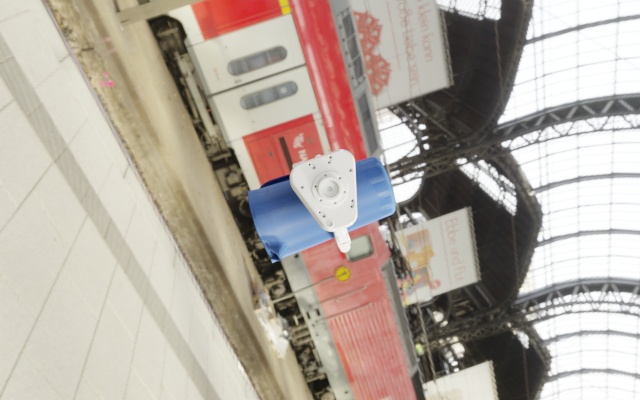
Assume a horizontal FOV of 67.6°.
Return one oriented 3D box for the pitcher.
[{"bbox_3d":[0.000,0.003,0.850,0.243,0.149,0.145,-19,-4,-1],"label":"pitcher"}]
